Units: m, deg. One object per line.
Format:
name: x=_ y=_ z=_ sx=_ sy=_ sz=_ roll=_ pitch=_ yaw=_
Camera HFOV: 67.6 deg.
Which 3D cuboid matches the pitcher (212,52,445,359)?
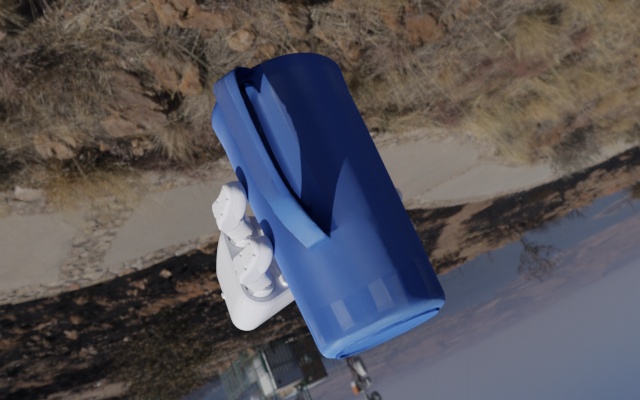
pitcher: x=0.000 y=0.001 z=0.407 sx=0.149 sy=0.242 sz=0.145 roll=-14 pitch=-25 yaw=-26
